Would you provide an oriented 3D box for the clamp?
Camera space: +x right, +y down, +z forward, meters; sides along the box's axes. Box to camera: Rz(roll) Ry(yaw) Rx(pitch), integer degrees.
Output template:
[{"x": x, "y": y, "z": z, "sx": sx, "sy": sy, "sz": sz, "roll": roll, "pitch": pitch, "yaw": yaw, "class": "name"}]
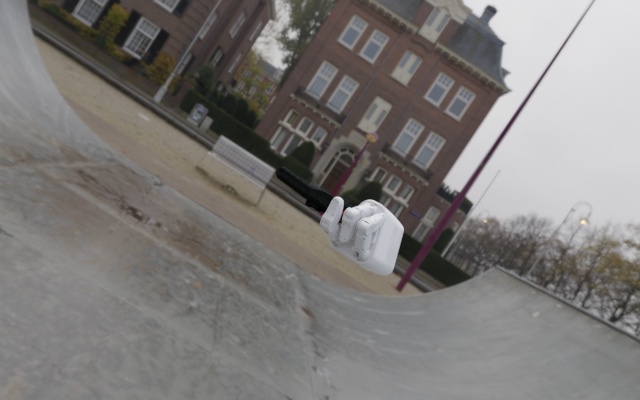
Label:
[{"x": 0.001, "y": 0.002, "z": 0.880, "sx": 0.171, "sy": 0.039, "sz": 0.120, "roll": 34, "pitch": -3, "yaw": 36, "class": "clamp"}]
